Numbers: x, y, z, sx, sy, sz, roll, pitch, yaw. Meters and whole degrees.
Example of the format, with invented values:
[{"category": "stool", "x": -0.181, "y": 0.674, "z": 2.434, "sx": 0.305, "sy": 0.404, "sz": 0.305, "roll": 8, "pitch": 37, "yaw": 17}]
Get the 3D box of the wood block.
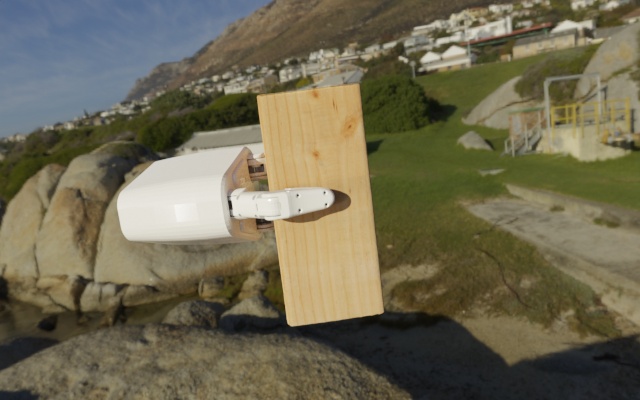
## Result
[{"category": "wood block", "x": 0.000, "y": 0.001, "z": 0.458, "sx": 0.090, "sy": 0.206, "sz": 0.091, "roll": -8, "pitch": 8, "yaw": -2}]
